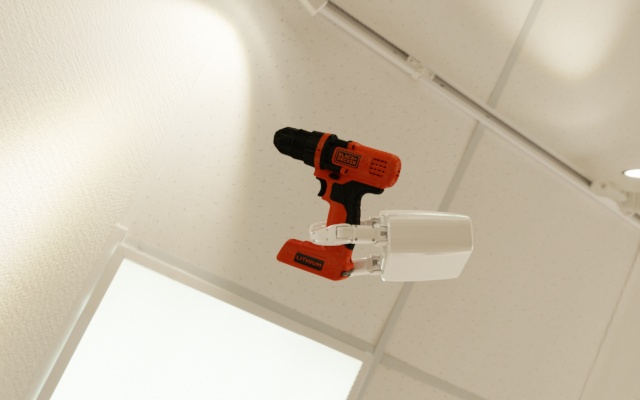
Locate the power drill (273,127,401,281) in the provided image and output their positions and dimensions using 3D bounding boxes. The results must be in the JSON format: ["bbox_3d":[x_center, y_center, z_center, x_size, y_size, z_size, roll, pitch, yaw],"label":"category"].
[{"bbox_3d":[0.000,0.003,0.654,0.184,0.187,0.057,18,8,19],"label":"power drill"}]
